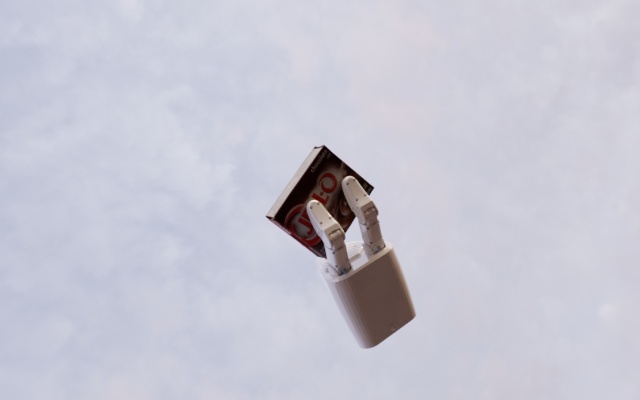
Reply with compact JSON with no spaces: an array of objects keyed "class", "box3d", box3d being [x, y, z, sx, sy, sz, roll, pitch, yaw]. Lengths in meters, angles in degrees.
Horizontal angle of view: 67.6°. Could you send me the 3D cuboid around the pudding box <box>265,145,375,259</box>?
[{"class":"pudding box","box3d":[0.000,0.002,0.594,0.090,0.113,0.039,38,-14,-22]}]
